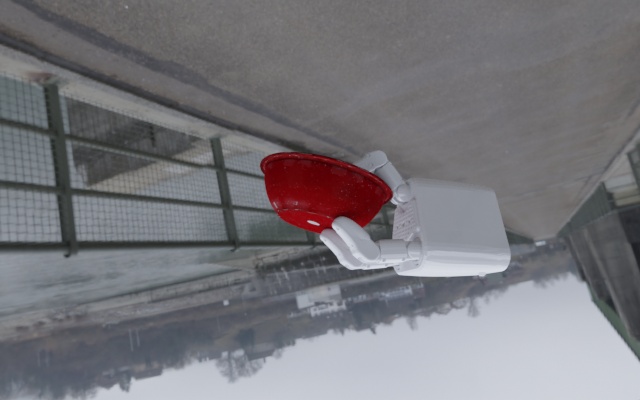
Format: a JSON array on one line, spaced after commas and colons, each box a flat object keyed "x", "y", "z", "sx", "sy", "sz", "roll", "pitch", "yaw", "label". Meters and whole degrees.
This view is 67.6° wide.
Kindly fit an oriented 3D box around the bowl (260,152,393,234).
[{"x": -0.001, "y": 0.002, "z": 0.561, "sx": 0.162, "sy": 0.055, "sz": 0.162, "roll": 14, "pitch": -16, "yaw": 4, "label": "bowl"}]
